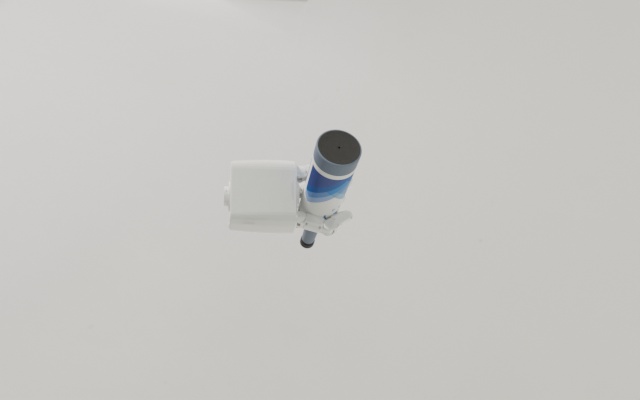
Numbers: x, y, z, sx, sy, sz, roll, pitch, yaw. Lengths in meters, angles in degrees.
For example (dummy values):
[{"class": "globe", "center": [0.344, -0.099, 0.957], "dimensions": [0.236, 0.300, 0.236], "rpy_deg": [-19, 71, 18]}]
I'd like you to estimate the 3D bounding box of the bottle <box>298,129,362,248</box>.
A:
[{"class": "bottle", "center": [0.000, 0.002, 0.796], "dimensions": [0.069, 0.069, 0.296], "rpy_deg": [0, -32, -12]}]
